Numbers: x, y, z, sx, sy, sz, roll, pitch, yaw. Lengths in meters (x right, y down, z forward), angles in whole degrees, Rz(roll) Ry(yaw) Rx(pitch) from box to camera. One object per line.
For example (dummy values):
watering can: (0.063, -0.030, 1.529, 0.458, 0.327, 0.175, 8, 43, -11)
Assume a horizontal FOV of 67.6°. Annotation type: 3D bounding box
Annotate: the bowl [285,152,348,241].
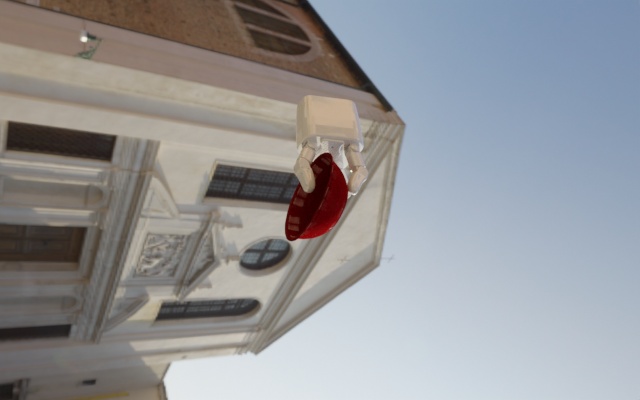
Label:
bowl: (0.000, 0.004, 0.806, 0.055, 0.162, 0.162, 25, -9, -19)
